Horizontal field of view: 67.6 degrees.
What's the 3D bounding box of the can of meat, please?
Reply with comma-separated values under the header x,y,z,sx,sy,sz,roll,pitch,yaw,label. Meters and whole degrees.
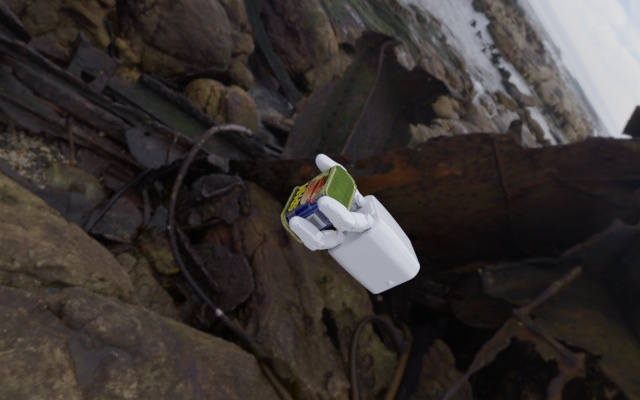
x,y,z,sx,sy,sz,roll,pitch,yaw,label
0.000,0.002,0.696,0.084,0.057,0.102,-31,20,30,can of meat
